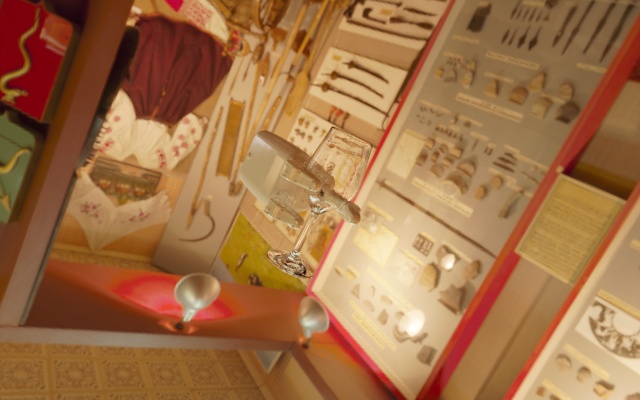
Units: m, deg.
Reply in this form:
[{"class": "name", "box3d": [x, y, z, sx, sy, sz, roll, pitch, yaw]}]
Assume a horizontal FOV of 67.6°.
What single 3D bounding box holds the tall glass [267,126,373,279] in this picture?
[{"class": "tall glass", "box3d": [0.000, 0.003, 0.654, 0.079, 0.201, 0.079, 25, 12, -6]}]
